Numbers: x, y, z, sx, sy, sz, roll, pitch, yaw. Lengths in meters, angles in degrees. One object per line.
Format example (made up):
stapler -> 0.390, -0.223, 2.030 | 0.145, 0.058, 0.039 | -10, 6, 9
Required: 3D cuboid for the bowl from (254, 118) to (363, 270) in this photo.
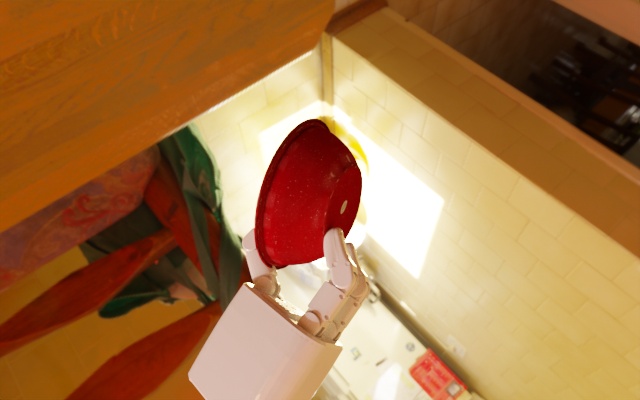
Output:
bowl -> 0.001, 0.000, 0.485 | 0.055, 0.162, 0.162 | 17, 7, 23
